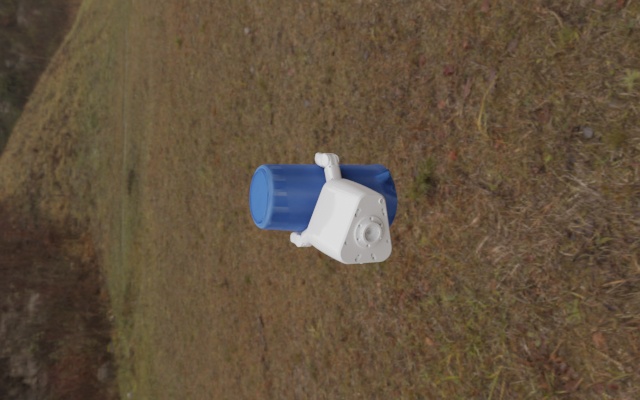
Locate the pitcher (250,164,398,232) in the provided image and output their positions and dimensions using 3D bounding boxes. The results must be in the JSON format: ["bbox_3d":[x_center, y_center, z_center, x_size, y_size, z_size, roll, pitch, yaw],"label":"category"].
[{"bbox_3d":[0.000,0.003,0.852,0.243,0.149,0.145,1,12,-27],"label":"pitcher"}]
